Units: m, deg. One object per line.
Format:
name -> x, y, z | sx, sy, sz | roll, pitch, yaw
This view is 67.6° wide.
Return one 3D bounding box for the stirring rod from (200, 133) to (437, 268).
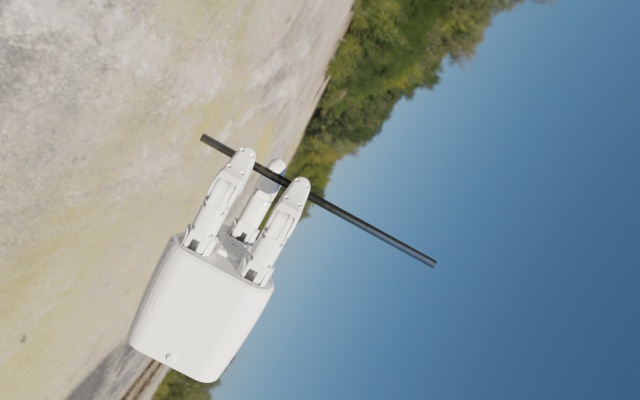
stirring rod -> 0.000, 0.001, 0.433 | 0.239, 0.011, 0.011 | 29, -2, -4
